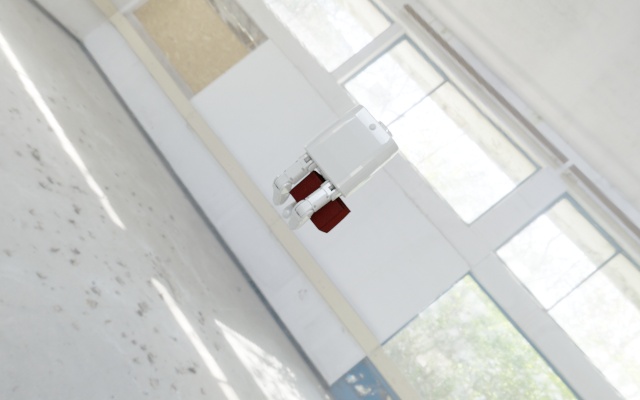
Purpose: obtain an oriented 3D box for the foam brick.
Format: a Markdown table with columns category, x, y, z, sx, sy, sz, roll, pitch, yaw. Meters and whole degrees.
| category | x | y | z | sx | sy | sz | roll | pitch | yaw |
| --- | --- | --- | --- | --- | --- | --- | --- | --- | --- |
| foam brick | 0.000 | 0.003 | 0.715 | 0.051 | 0.078 | 0.053 | -40 | -14 | 6 |
